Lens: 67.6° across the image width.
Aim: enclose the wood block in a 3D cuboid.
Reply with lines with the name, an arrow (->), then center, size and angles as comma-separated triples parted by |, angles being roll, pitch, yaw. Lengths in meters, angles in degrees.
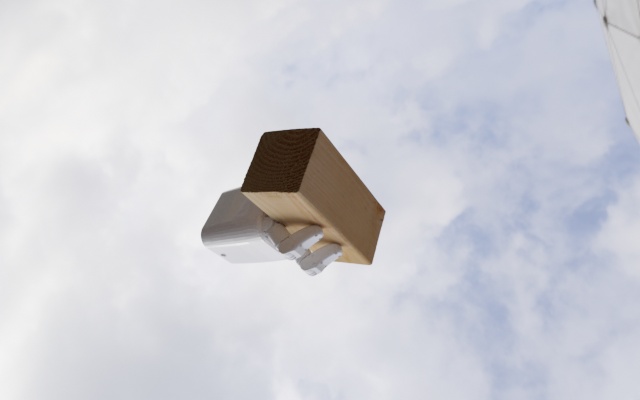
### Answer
wood block -> 0.000, 0.002, 0.636 | 0.090, 0.090, 0.206 | 1, -28, 33
